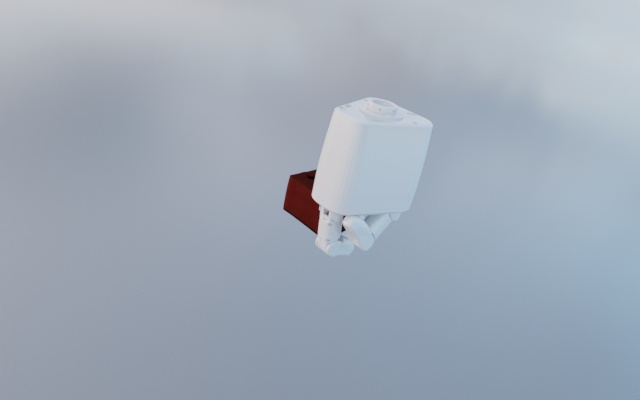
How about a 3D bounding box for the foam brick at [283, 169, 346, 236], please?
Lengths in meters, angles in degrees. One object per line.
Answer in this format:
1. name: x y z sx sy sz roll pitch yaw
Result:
1. foam brick: 0.000 0.002 0.593 0.053 0.051 0.078 -17 39 -41
